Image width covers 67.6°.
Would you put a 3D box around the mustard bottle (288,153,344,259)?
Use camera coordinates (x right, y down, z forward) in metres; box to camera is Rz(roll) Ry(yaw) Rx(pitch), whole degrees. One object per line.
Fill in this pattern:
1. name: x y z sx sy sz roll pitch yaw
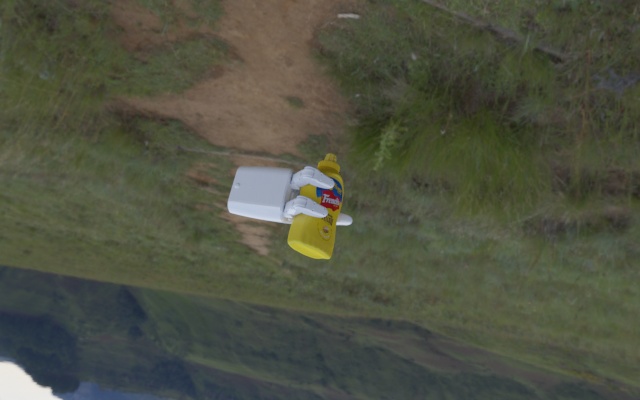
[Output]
1. mustard bottle: 0.000 0.003 0.864 0.058 0.191 0.096 -4 -26 39
